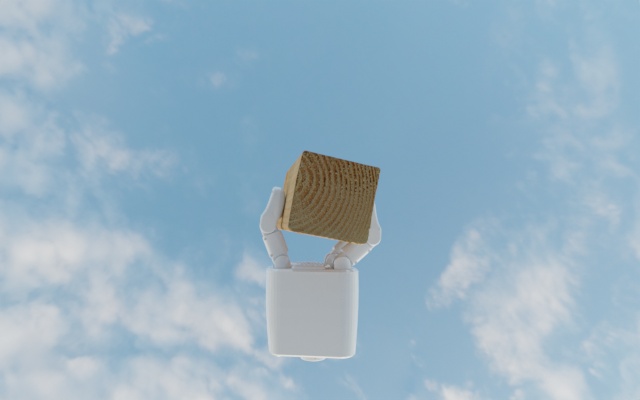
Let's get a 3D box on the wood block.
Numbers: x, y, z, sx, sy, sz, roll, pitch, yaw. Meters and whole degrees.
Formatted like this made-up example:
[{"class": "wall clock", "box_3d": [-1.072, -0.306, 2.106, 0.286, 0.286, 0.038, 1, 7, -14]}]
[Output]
[{"class": "wood block", "box_3d": [0.000, 0.002, 0.615, 0.091, 0.090, 0.206, 11, -5, -8]}]
